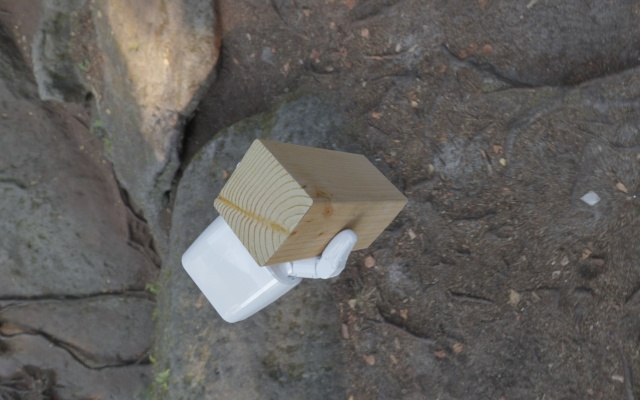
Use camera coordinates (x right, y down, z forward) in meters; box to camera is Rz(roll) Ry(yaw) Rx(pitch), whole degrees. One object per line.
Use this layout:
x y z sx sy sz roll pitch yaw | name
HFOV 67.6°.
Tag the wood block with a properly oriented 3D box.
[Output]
0.000 0.002 0.531 0.090 0.090 0.206 49 25 23 | wood block
